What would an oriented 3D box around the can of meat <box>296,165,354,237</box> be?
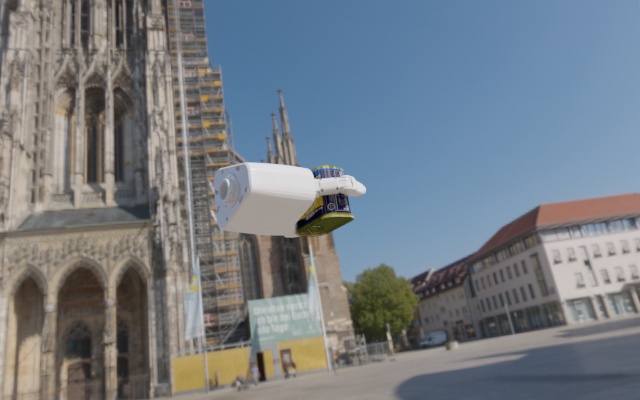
[{"bbox_3d":[0.000,0.002,0.747,0.057,0.084,0.102,4,-23,-35],"label":"can of meat"}]
